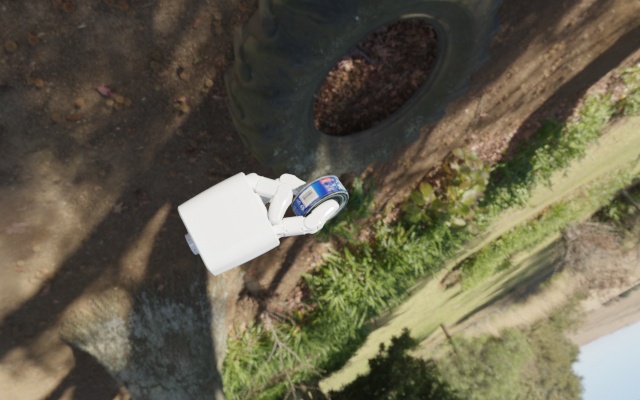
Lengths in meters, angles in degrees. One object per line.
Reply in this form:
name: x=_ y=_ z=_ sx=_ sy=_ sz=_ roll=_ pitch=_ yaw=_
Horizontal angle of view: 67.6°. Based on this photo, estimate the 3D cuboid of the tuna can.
tuna can: x=0.000 y=0.003 z=0.732 sx=0.086 sy=0.033 sz=0.086 roll=-28 pitch=-25 yaw=-15
